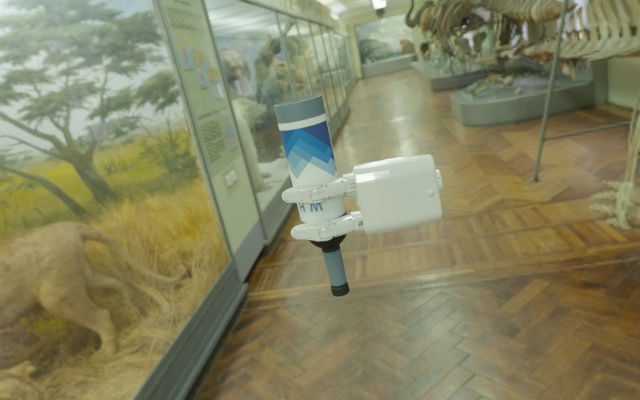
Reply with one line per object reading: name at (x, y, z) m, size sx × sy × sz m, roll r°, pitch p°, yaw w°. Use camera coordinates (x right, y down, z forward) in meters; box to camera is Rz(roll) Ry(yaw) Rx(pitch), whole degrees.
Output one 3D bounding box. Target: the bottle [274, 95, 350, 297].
bottle at (0.000, 0.002, 0.686) m, size 0.069 × 0.296 × 0.069 m, roll -12°, pitch 16°, yaw 3°
